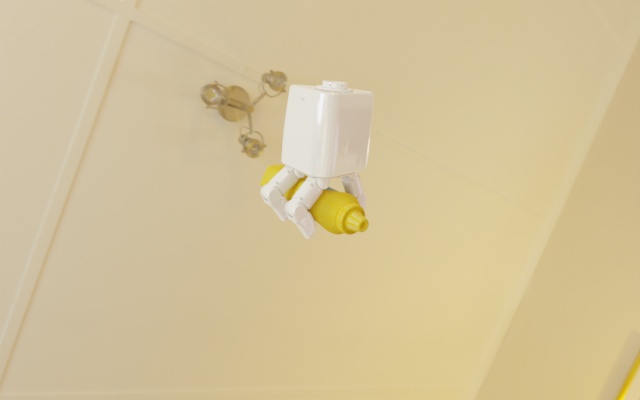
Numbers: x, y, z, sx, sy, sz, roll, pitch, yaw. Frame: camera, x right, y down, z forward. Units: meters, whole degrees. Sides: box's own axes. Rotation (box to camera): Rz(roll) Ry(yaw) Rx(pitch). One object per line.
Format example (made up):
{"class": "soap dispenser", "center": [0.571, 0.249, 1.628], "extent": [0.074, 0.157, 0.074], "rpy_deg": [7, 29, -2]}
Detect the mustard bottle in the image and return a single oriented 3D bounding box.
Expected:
{"class": "mustard bottle", "center": [0.000, 0.002, 0.672], "extent": [0.096, 0.058, 0.191], "rpy_deg": [24, 2, -40]}
